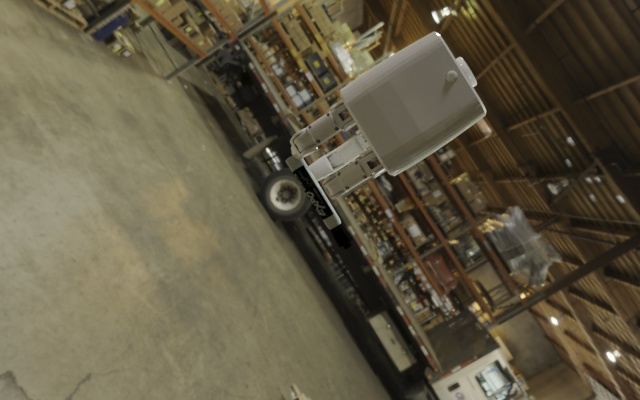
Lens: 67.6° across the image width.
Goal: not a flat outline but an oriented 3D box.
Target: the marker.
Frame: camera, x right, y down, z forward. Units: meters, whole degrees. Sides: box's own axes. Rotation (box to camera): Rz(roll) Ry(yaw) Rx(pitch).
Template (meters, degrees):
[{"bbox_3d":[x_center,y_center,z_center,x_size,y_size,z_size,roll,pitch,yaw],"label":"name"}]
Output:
[{"bbox_3d":[0.000,0.002,0.537,0.020,0.121,0.020,-32,1,0],"label":"marker"}]
